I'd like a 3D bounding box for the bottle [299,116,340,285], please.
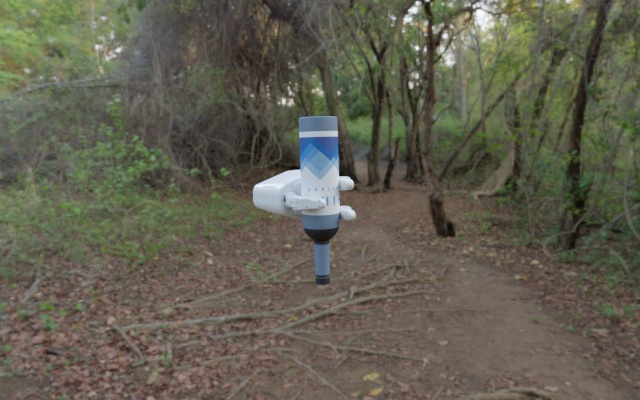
[{"bbox_3d":[0.000,0.003,0.843,0.069,0.296,0.069,-2,7,0],"label":"bottle"}]
